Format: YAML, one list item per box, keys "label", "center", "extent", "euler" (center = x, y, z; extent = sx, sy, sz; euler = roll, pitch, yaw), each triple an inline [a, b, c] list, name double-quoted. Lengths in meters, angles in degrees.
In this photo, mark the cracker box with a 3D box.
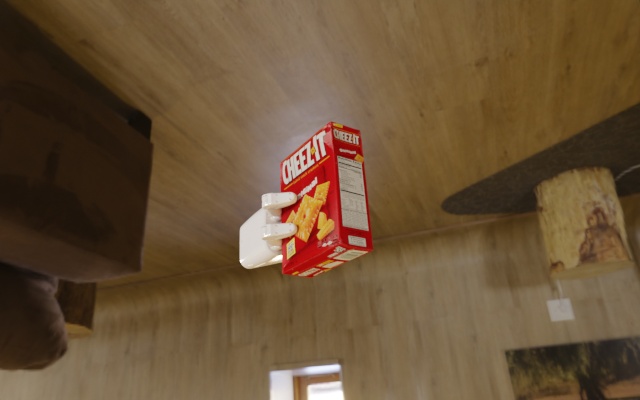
- label: "cracker box"
  center: [0.000, 0.003, 0.791]
  extent: [0.072, 0.213, 0.164]
  euler: [13, -29, -33]
